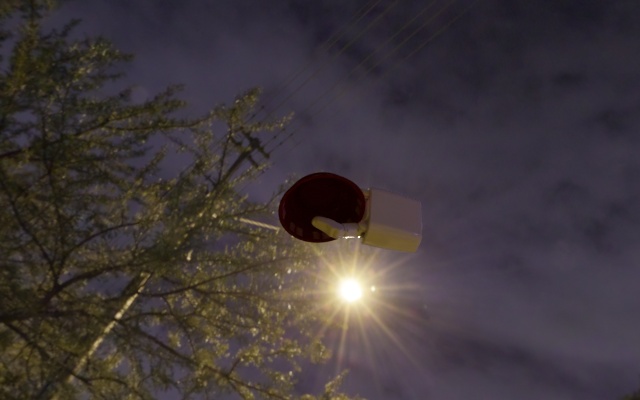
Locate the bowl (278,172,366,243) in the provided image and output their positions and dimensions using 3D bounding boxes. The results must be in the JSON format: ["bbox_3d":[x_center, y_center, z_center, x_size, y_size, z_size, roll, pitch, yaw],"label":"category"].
[{"bbox_3d":[-0.001,0.002,0.890,0.162,0.162,0.055,0,39,-10],"label":"bowl"}]
